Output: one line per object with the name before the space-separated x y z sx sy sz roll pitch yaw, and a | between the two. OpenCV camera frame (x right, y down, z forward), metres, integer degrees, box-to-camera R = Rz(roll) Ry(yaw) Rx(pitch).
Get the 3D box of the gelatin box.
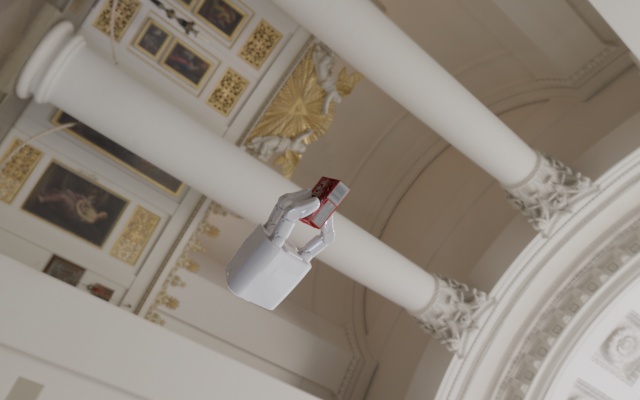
gelatin box | 0.001 0.003 0.816 0.030 0.089 0.073 42 -10 -23
